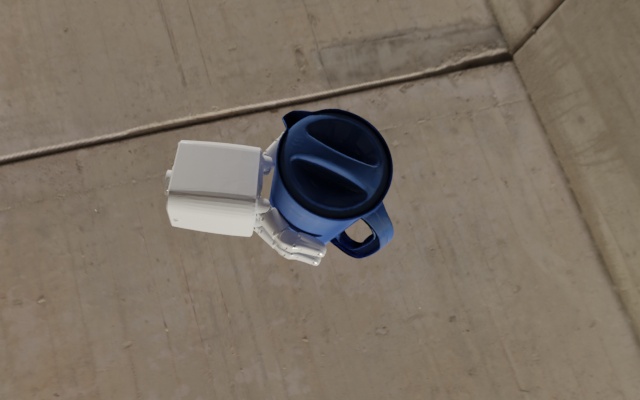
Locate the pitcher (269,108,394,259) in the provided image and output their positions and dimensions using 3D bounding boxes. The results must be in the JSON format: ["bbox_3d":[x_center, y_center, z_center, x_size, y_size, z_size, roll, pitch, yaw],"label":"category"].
[{"bbox_3d":[0.000,0.002,0.628,0.145,0.149,0.243,7,-20,-10],"label":"pitcher"}]
